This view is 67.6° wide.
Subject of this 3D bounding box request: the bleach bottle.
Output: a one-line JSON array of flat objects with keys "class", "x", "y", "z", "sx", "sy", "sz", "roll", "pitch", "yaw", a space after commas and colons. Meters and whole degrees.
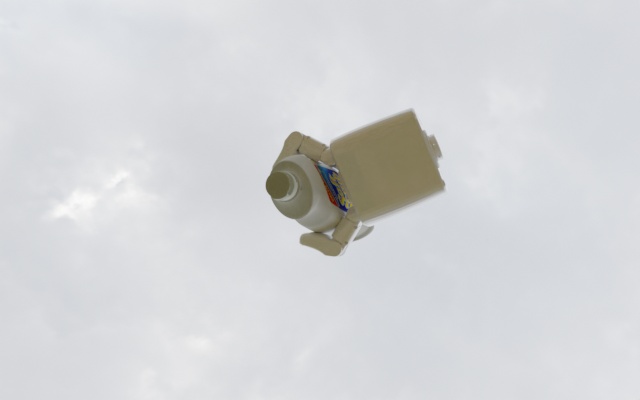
[{"class": "bleach bottle", "x": 0.000, "y": 0.002, "z": 0.604, "sx": 0.068, "sy": 0.102, "sz": 0.251, "roll": -22, "pitch": -11, "yaw": 16}]
